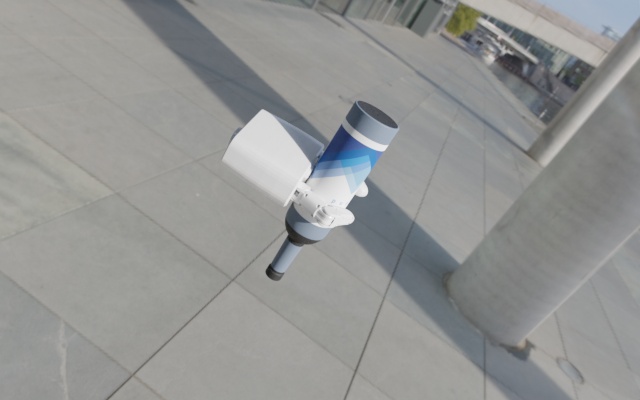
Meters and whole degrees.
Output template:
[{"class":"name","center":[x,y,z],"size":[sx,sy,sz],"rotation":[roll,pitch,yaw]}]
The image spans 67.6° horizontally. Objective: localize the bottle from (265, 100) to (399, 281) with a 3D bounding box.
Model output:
[{"class":"bottle","center":[0.000,0.002,0.671],"size":[0.069,0.296,0.069],"rotation":[27,26,-14]}]
